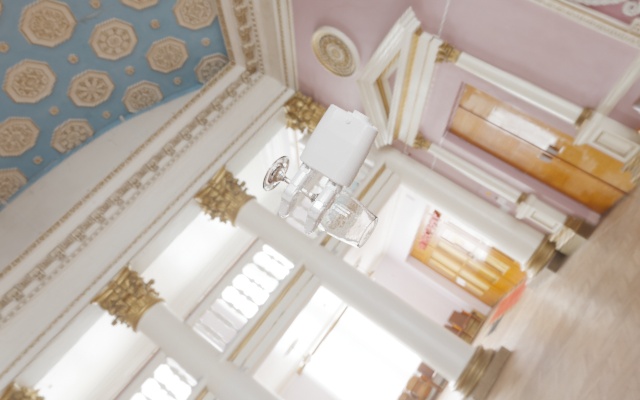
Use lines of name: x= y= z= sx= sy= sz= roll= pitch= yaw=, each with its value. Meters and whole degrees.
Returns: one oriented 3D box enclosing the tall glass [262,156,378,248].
tall glass: x=0.000 y=0.002 z=0.826 sx=0.201 sy=0.079 sz=0.079 roll=33 pitch=11 yaw=17
